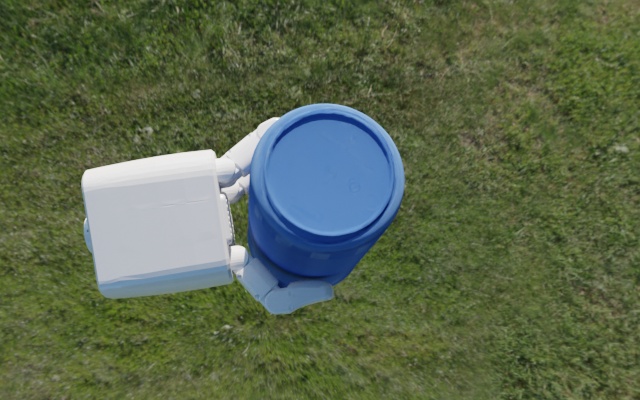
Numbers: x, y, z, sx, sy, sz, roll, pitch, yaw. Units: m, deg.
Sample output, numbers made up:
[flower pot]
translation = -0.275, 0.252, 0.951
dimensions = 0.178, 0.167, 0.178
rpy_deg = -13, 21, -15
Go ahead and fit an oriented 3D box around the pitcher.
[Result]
[pitcher]
translation = 0.000, 0.002, 0.437
dimensions = 0.145, 0.149, 0.243
rpy_deg = -8, -13, -8
